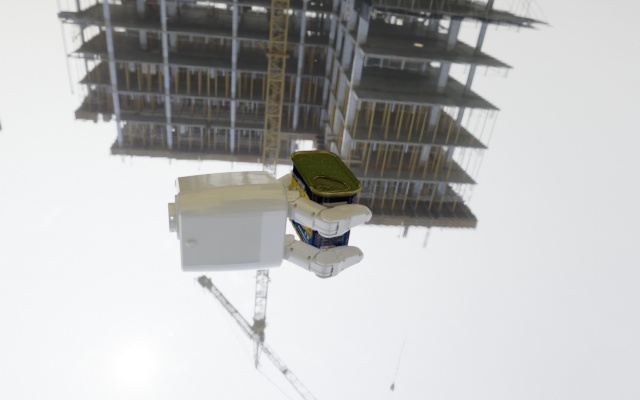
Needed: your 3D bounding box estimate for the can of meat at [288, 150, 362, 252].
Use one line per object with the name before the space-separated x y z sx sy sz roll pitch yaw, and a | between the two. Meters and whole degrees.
can of meat | 0.000 0.002 0.542 0.057 0.084 0.102 -5 32 -21
